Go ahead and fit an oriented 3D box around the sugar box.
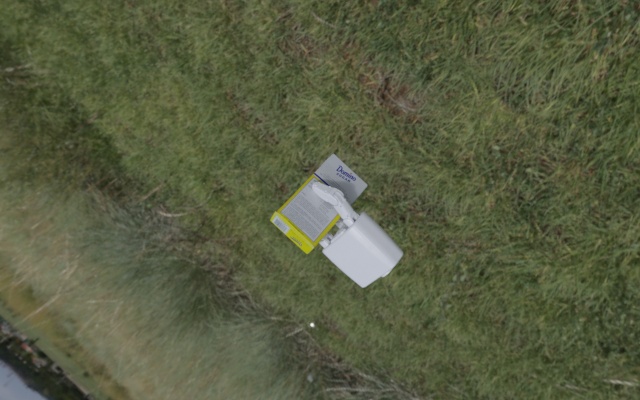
[{"bbox_3d":[0.000,0.003,0.877,0.176,0.093,0.048,-47,0,-33],"label":"sugar box"}]
